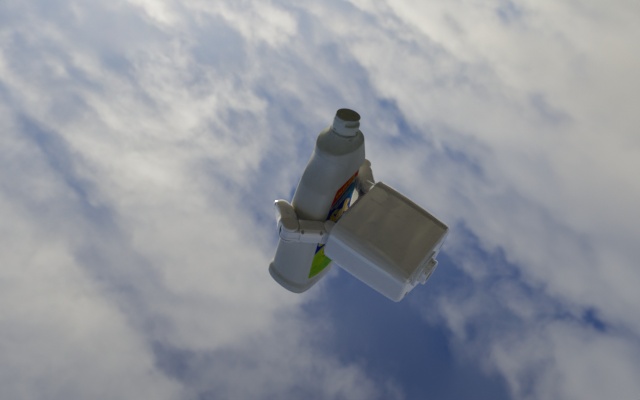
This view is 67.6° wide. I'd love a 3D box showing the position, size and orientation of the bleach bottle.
[{"bbox_3d":[0.000,0.002,0.603,0.068,0.251,0.102,34,43,21],"label":"bleach bottle"}]
